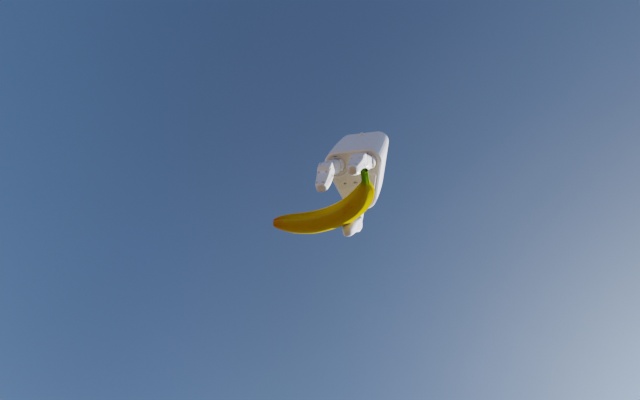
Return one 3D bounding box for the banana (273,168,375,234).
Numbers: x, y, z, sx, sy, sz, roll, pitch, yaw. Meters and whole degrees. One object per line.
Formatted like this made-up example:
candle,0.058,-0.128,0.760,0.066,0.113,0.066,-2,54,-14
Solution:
banana,0.014,0.015,0.750,0.198,0.070,0.037,-30,18,30
